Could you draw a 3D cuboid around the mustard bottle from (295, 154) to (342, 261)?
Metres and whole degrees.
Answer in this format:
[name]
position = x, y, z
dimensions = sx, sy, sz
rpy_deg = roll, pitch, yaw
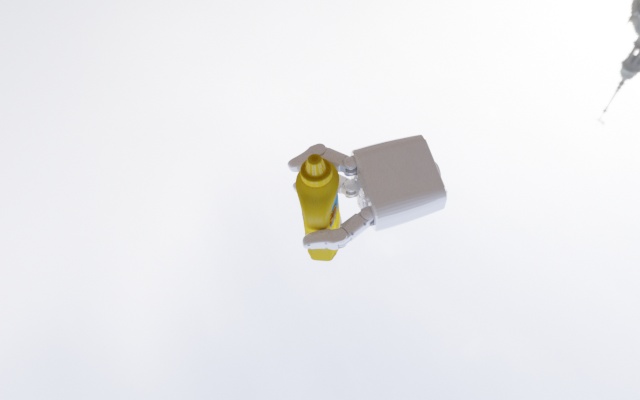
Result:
[mustard bottle]
position = 0.000, 0.002, 0.666
dimensions = 0.058, 0.096, 0.192
rpy_deg = 4, -33, 7
